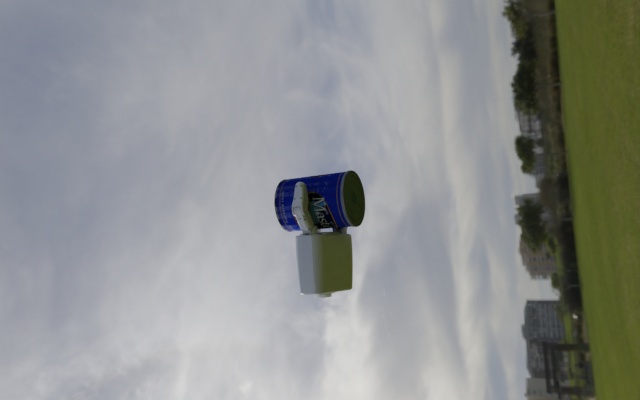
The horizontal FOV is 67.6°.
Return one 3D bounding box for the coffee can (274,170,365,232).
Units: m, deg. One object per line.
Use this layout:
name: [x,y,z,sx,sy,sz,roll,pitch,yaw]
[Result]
coffee can: [0.000,0.003,0.890,0.140,0.103,0.103,-6,-3,26]
